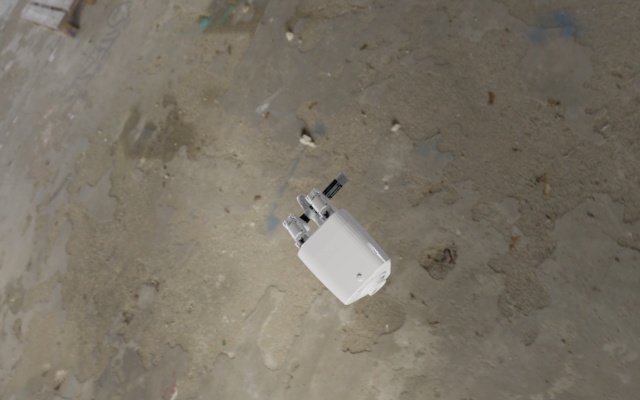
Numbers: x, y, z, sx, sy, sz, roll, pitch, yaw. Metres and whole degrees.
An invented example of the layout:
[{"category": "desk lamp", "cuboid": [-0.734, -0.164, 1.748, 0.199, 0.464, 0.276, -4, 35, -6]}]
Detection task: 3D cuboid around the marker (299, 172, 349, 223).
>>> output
[{"category": "marker", "cuboid": [0.000, 0.003, 0.791, 0.020, 0.121, 0.020, 42, 9, -8]}]
